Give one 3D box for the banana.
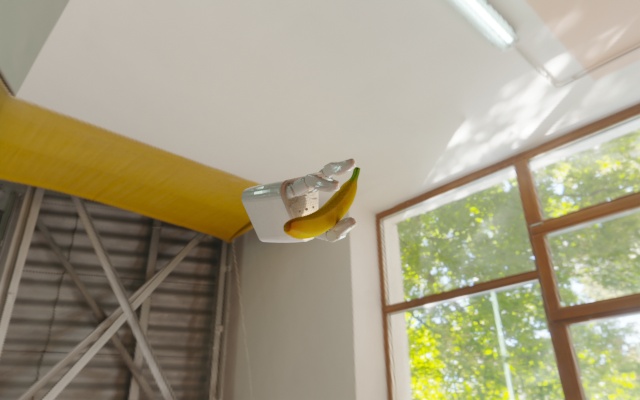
[{"bbox_3d":[0.005,0.017,0.767,0.037,0.070,0.197,10,36,34],"label":"banana"}]
